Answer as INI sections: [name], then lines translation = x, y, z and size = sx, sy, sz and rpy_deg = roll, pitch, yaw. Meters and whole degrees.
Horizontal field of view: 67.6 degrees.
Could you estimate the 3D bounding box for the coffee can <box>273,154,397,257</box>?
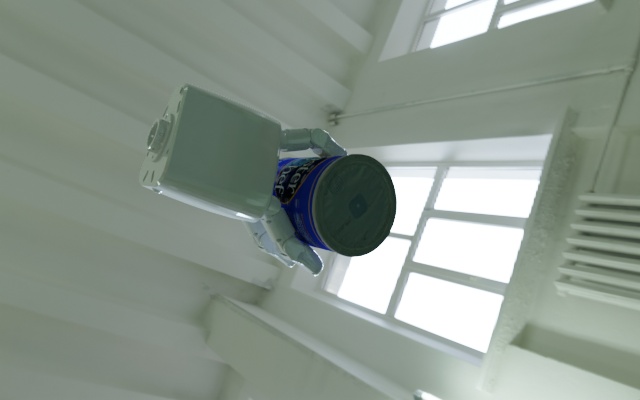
[coffee can]
translation = 0.000, 0.002, 0.529
size = 0.103, 0.103, 0.140
rpy_deg = 0, 3, -33
